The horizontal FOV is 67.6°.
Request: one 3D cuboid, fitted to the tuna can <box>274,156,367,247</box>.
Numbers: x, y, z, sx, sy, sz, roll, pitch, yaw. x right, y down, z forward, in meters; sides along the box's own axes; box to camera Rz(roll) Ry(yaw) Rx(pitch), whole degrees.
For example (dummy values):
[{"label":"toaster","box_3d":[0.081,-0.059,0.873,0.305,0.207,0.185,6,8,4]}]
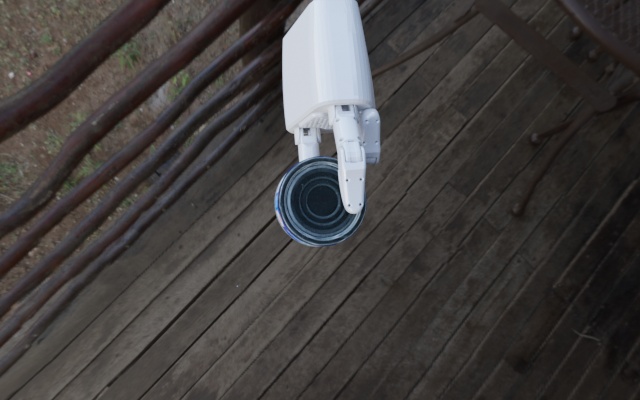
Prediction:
[{"label":"tuna can","box_3d":[0.000,0.002,0.454,0.086,0.086,0.034,0,-4,-10]}]
